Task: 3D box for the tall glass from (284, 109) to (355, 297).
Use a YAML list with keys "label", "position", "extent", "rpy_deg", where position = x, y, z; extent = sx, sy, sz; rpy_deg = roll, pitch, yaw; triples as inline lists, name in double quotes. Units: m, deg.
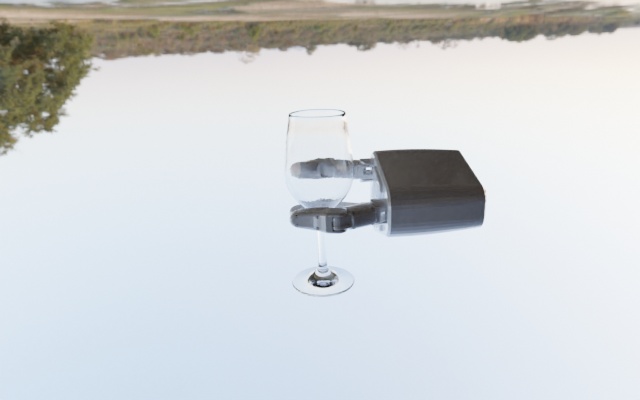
- label: "tall glass"
  position: [0.000, 0.002, 0.536]
  extent: [0.079, 0.201, 0.079]
  rpy_deg: [-2, 18, 1]
